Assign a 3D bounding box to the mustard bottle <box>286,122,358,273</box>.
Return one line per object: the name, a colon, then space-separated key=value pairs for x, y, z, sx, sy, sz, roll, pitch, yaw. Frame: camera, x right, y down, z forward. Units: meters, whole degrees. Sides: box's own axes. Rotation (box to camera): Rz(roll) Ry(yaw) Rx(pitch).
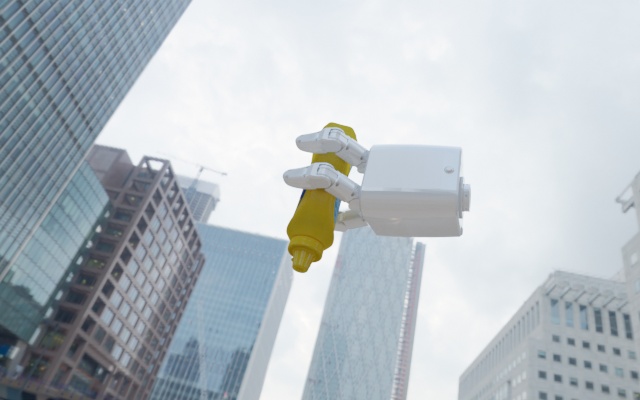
mustard bottle: x=0.000 y=0.002 z=0.585 sx=0.058 sy=0.191 sz=0.096 roll=16 pitch=-34 yaw=0
